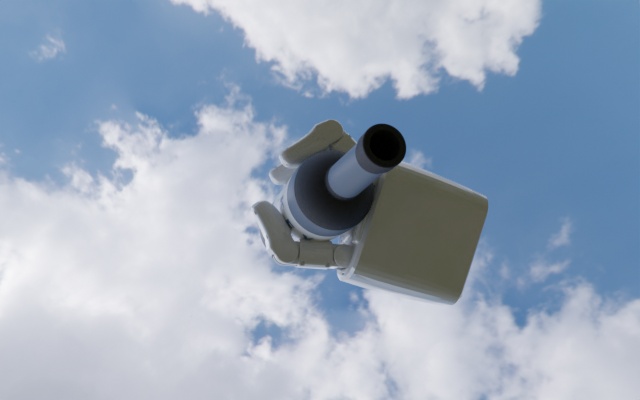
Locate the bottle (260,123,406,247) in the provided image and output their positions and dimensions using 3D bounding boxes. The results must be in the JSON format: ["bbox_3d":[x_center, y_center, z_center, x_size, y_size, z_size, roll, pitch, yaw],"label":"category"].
[{"bbox_3d":[0.000,0.001,0.414,0.069,0.069,0.296,0,-13,-15],"label":"bottle"}]
